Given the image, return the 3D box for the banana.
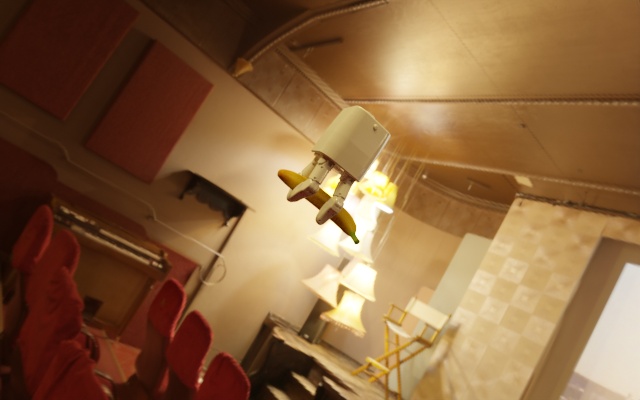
[{"bbox_3d":[0.002,0.002,0.889,0.198,0.037,0.069,40,6,-8],"label":"banana"}]
